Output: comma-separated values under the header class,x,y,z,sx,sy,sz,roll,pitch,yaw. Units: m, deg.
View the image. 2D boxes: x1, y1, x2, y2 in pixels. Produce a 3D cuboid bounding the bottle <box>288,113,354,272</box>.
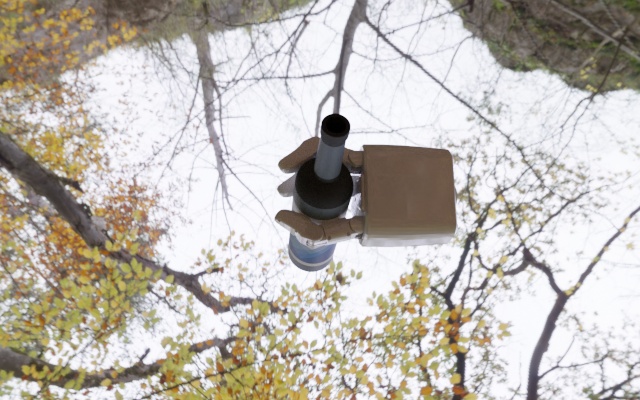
class,x,y,z,sx,sy,sz,roll,pitch,yaw
bottle,0.000,0.002,0.561,0.069,0.069,0.296,0,-29,-6
